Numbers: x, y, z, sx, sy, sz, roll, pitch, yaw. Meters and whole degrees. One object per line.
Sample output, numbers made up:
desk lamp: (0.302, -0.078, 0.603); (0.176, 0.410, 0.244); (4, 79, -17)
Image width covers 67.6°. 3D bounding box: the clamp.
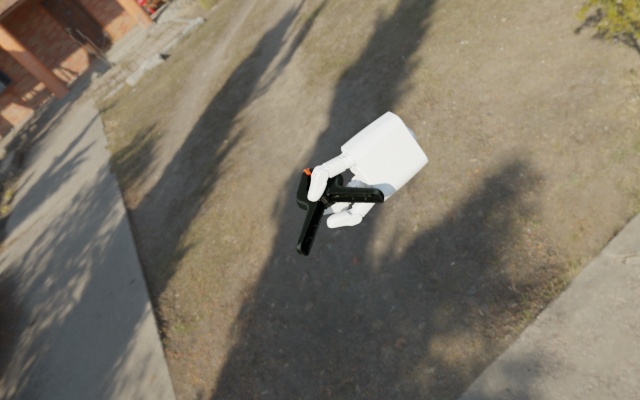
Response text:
clamp: (0.000, 0.002, 0.830); (0.164, 0.036, 0.210); (-38, 32, -4)
